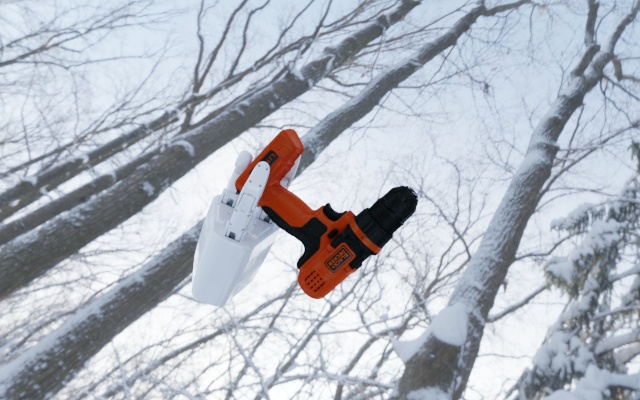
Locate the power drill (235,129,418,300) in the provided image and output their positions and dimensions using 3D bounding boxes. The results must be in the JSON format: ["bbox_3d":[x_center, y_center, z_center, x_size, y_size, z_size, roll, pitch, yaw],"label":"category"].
[{"bbox_3d":[0.000,0.002,0.590,0.184,0.187,0.057,-44,-10,12],"label":"power drill"}]
